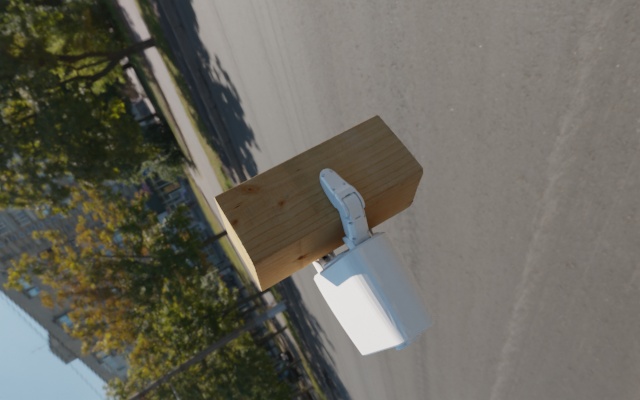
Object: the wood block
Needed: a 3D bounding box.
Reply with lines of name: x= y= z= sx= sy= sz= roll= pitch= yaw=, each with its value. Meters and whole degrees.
wood block: x=0.000 y=0.002 z=0.537 sx=0.206 sy=0.090 sz=0.091 roll=-28 pitch=-24 yaw=-15
